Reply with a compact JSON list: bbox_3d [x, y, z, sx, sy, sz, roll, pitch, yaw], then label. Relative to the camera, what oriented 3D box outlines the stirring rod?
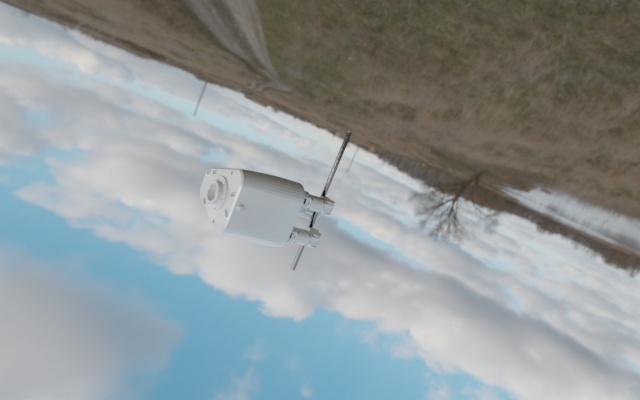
[{"bbox_3d":[0.000,0.002,0.763,0.011,0.239,0.011,22,9,-3],"label":"stirring rod"}]
